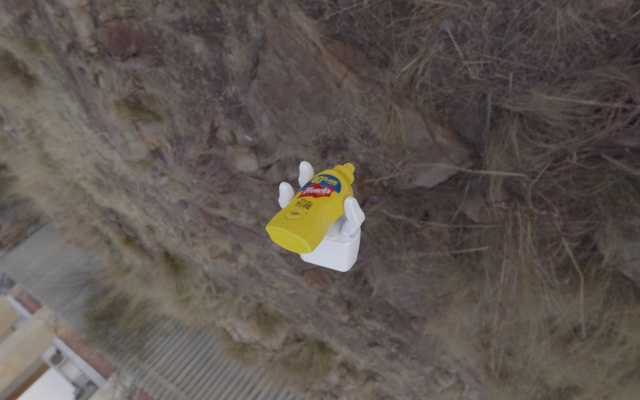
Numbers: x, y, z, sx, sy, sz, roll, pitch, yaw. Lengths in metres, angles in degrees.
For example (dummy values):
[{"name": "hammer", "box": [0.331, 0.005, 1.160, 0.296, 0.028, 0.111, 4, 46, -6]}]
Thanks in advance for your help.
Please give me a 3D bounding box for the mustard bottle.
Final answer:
[{"name": "mustard bottle", "box": [0.000, 0.003, 0.812, 0.096, 0.058, 0.191, 12, 50, 41]}]
